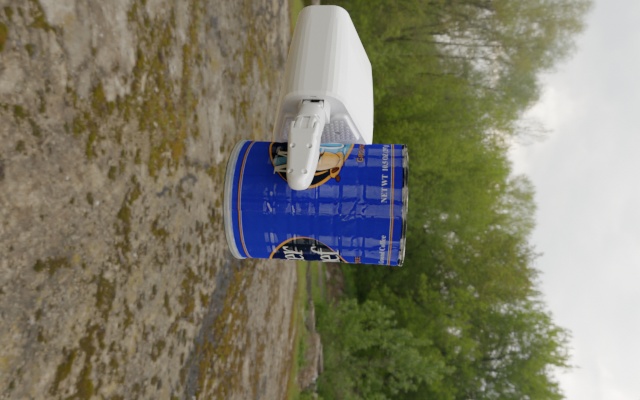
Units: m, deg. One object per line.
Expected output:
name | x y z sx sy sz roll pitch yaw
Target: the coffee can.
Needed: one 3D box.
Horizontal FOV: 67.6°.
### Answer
coffee can | 0.000 0.001 0.407 0.140 0.103 0.103 2 0 7
